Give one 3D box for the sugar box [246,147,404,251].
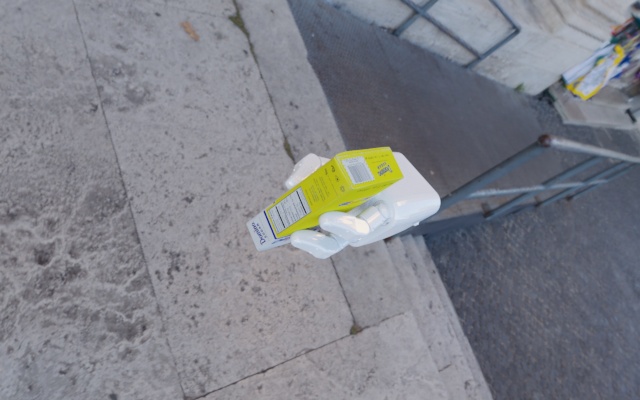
[{"bbox_3d":[0.000,0.002,0.549,0.093,0.048,0.176,-12,-18,-45],"label":"sugar box"}]
